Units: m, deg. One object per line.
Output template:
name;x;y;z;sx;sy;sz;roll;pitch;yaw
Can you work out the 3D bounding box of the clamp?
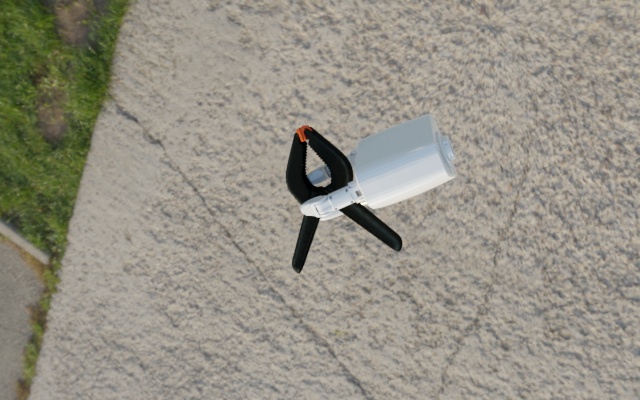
clamp;0.000;0.002;0.663;0.164;0.210;0.036;-22;11;18
